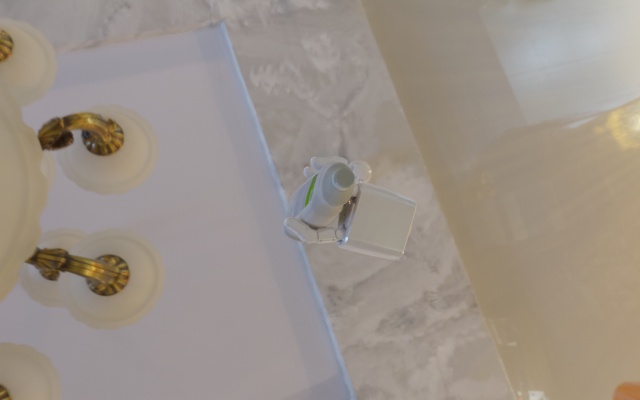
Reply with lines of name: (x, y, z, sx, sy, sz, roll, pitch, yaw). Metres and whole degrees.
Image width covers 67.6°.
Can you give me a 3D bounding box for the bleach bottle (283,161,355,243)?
bleach bottle: (0.000, 0.002, 0.785, 0.068, 0.102, 0.251, 15, -16, -12)
